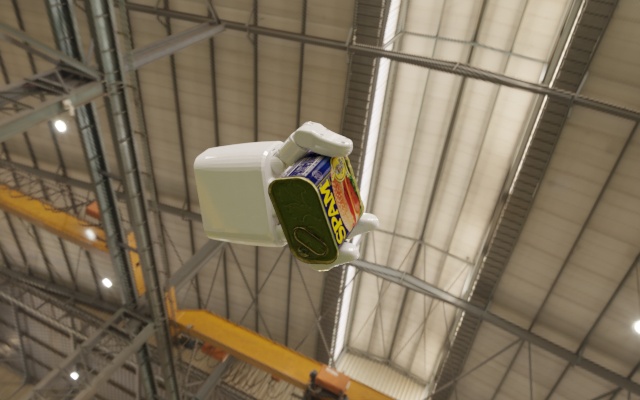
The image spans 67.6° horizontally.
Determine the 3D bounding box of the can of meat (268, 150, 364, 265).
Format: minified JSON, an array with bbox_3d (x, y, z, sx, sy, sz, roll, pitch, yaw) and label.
[{"bbox_3d":[0.000,0.001,0.504,0.057,0.102,0.084,-3,29,31],"label":"can of meat"}]
